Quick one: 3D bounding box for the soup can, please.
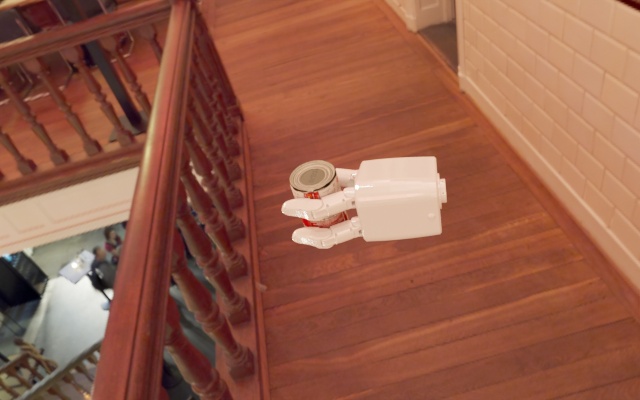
[{"bbox_3d":[0.000,0.002,0.684,0.068,0.102,0.068,-10,41,8],"label":"soup can"}]
